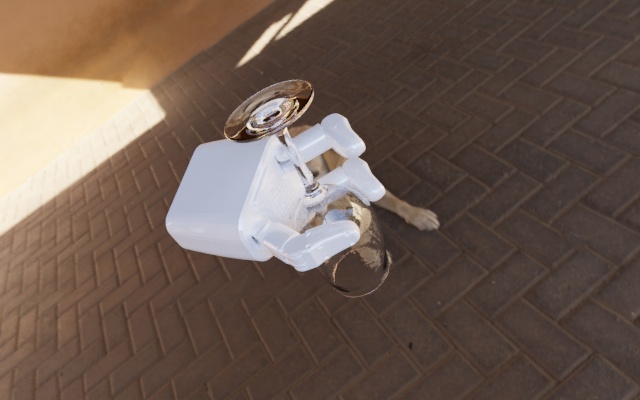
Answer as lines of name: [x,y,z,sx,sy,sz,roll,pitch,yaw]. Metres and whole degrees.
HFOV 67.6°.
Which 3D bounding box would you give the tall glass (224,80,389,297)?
tall glass: [0.000,0.001,0.414,0.079,0.079,0.201,0,-44,34]
